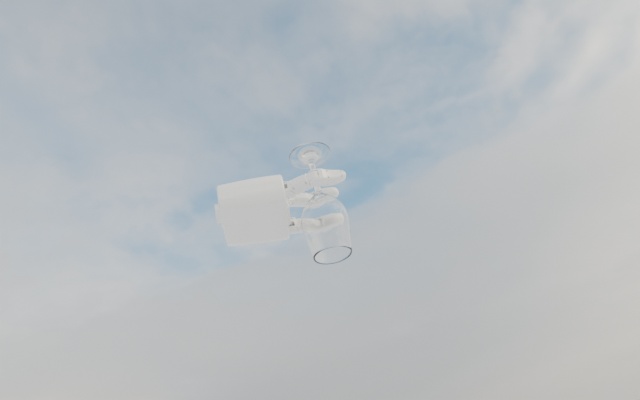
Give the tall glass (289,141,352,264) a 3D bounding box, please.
[{"bbox_3d":[0.000,0.002,0.791,0.079,0.201,0.079,-10,-32,-6],"label":"tall glass"}]
